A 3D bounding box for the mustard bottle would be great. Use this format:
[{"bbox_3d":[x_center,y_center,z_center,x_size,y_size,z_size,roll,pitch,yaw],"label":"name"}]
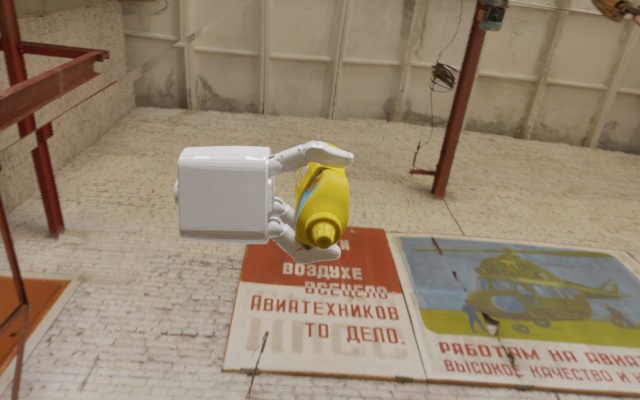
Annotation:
[{"bbox_3d":[0.000,0.002,0.595,0.058,0.096,0.191,24,23,-13],"label":"mustard bottle"}]
